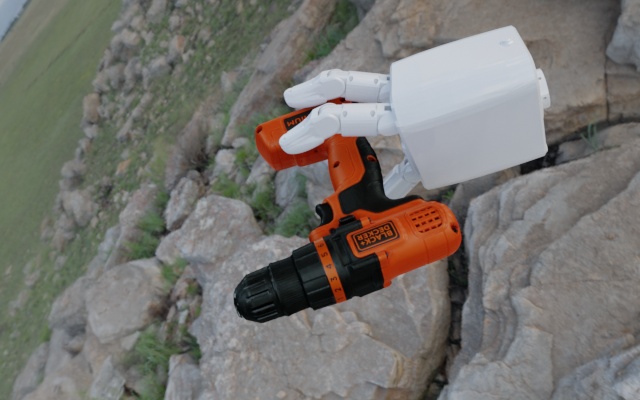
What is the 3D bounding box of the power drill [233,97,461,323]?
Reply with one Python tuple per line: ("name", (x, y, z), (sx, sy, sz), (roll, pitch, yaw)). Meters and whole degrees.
("power drill", (0.000, 0.001, 0.416), (0.184, 0.187, 0.057), (-19, -36, -4))
